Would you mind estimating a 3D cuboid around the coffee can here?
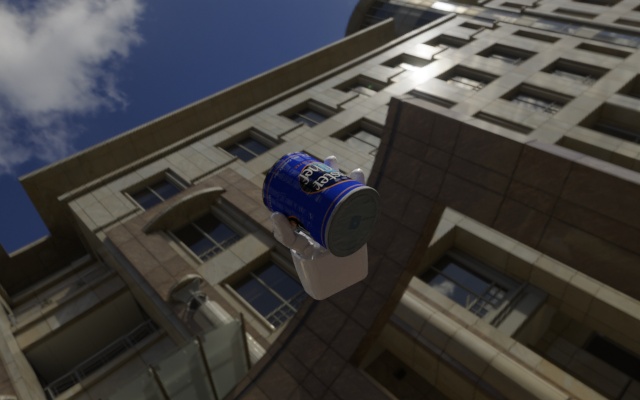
[{"bbox_3d":[0.000,0.002,0.675,0.140,0.103,0.103,31,20,38],"label":"coffee can"}]
